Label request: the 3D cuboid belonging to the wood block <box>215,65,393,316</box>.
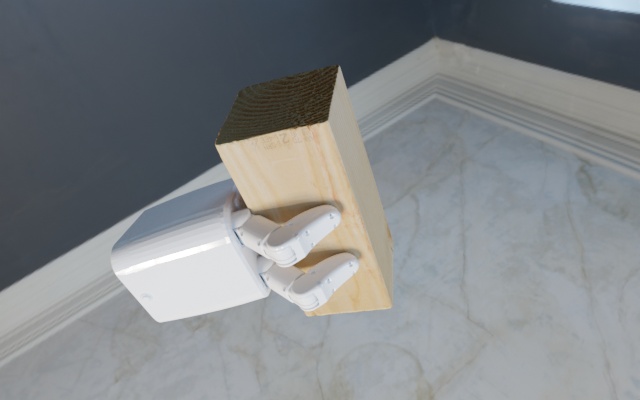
[{"bbox_3d":[0.000,0.001,0.424,0.090,0.206,0.090,-10,39,16],"label":"wood block"}]
